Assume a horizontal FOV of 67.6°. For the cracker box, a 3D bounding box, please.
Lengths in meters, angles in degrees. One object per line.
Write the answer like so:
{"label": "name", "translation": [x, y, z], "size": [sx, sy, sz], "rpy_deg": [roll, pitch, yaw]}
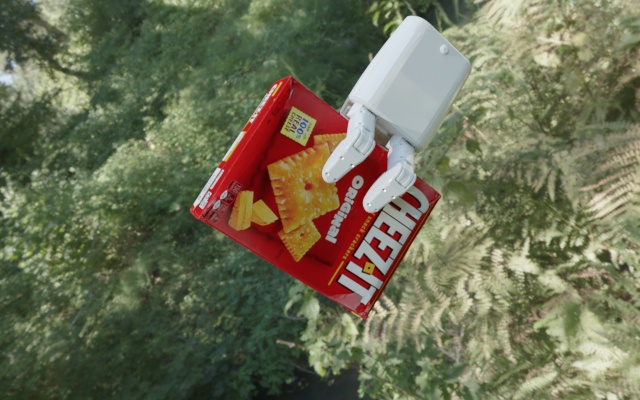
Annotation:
{"label": "cracker box", "translation": [0.000, 0.002, 0.504], "size": [0.214, 0.164, 0.072], "rpy_deg": [35, -5, -20]}
